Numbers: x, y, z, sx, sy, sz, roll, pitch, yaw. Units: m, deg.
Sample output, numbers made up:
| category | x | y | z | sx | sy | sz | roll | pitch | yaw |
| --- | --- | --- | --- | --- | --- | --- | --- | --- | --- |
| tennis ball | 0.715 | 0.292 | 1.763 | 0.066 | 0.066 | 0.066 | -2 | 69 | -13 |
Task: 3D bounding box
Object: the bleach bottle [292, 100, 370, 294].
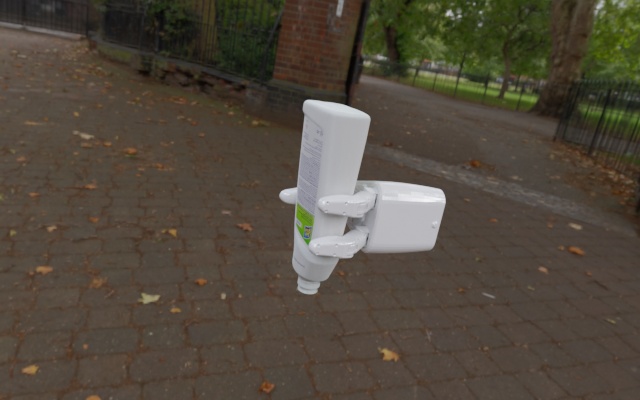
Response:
| category | x | y | z | sx | sy | sz | roll | pitch | yaw |
| --- | --- | --- | --- | --- | --- | --- | --- | --- | --- |
| bleach bottle | 0.000 | 0.002 | 0.630 | 0.068 | 0.251 | 0.102 | 2 | 19 | -24 |
